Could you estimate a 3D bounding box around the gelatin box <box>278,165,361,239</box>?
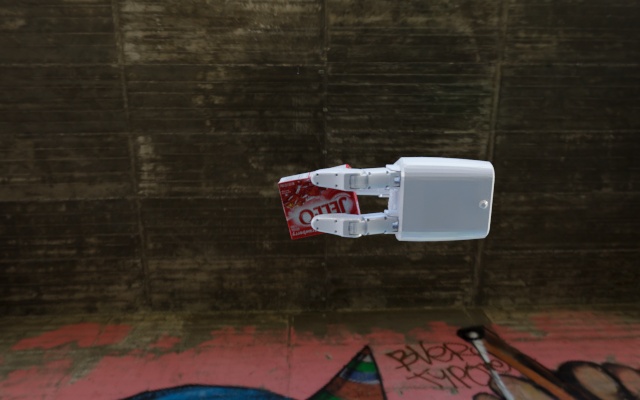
[{"bbox_3d":[0.000,0.002,0.581,0.089,0.073,0.030,-11,14,8],"label":"gelatin box"}]
